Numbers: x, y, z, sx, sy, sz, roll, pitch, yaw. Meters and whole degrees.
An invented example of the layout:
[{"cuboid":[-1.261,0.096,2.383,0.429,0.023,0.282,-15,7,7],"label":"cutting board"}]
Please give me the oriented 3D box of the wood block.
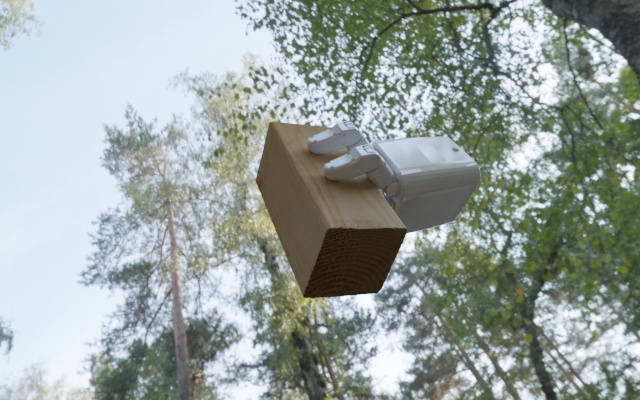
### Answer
[{"cuboid":[0.000,0.002,0.537,0.090,0.091,0.206,1,35,-25],"label":"wood block"}]
